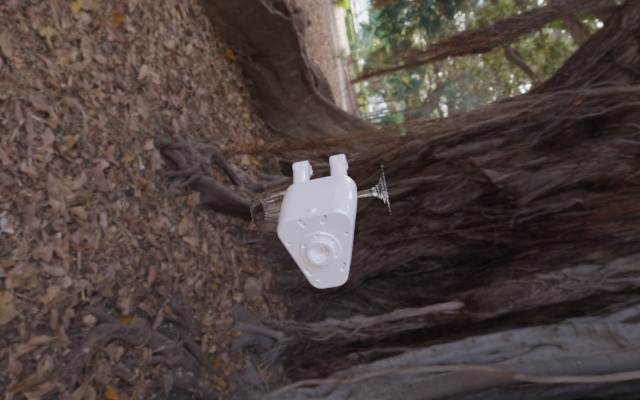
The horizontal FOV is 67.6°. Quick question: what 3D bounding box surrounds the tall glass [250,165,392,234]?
[{"bbox_3d":[0.001,0.002,0.711,0.201,0.079,0.079,-11,-2,9],"label":"tall glass"}]
